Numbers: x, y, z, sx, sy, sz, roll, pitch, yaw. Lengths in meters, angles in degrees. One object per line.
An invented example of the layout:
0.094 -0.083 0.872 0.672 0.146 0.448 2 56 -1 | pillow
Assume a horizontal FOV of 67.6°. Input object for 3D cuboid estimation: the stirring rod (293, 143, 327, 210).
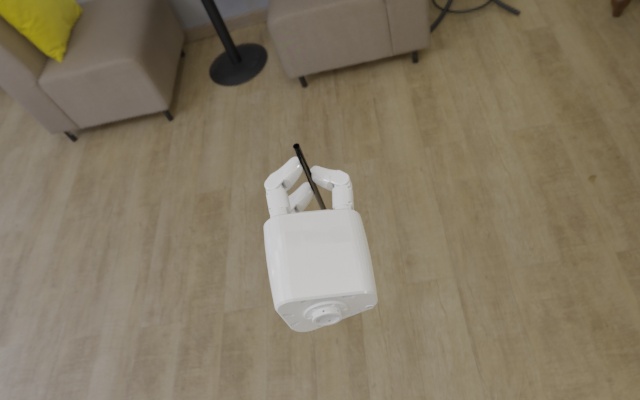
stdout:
0.000 0.002 0.657 0.011 0.011 0.240 0 -33 17 | stirring rod
